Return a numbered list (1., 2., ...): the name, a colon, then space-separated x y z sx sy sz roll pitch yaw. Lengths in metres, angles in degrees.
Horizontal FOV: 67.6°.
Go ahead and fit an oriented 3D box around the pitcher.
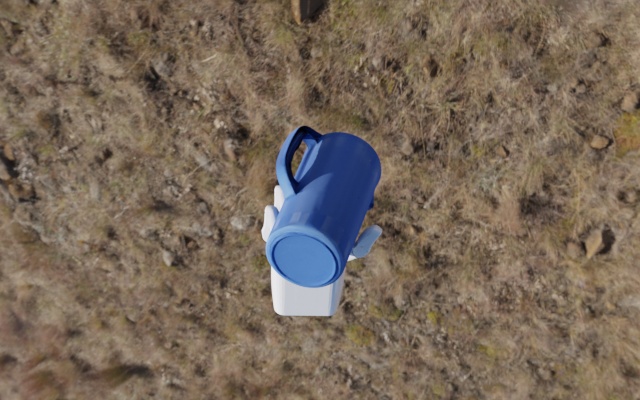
1. pitcher: 0.000 0.002 0.704 0.149 0.145 0.242 13 37 8
